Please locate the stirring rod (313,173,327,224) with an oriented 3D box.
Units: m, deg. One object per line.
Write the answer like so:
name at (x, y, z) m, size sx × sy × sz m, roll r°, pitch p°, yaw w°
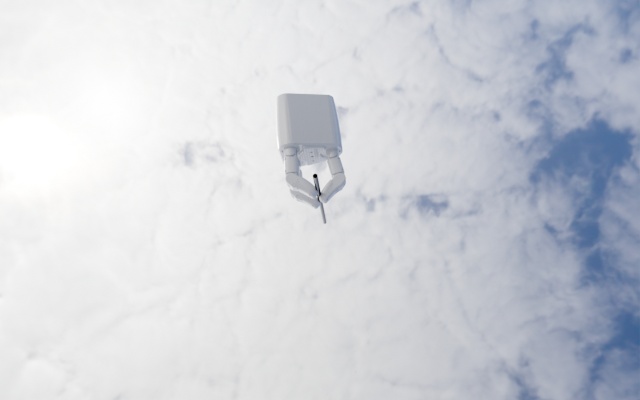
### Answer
stirring rod at (0.000, 0.003, 0.845) m, size 0.011 × 0.011 × 0.240 m, roll 0°, pitch -20°, yaw 4°
